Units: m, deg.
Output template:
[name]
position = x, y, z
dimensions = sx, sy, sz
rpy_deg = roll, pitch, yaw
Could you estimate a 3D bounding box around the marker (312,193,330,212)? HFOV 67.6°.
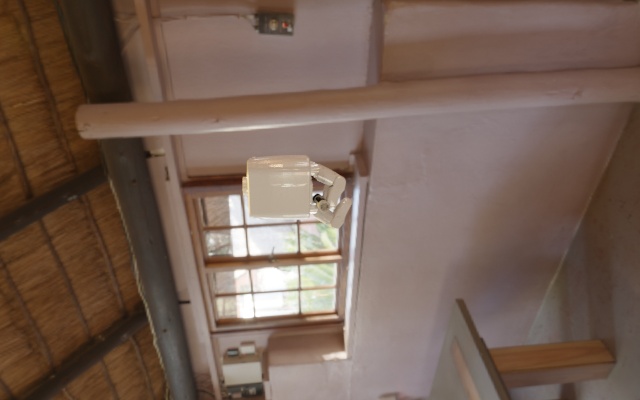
[marker]
position = 0.000, 0.003, 0.831
dimensions = 0.020, 0.020, 0.121
rpy_deg = 0, 7, -6
